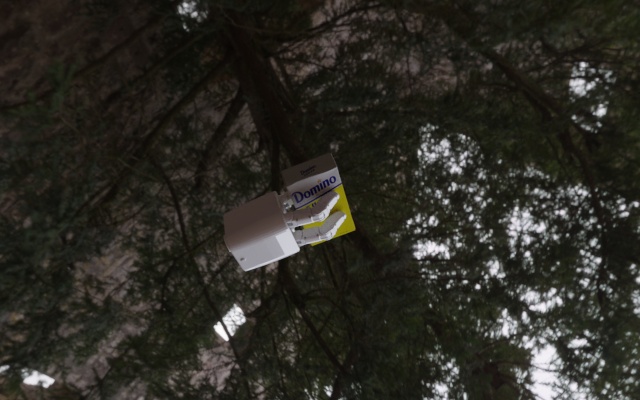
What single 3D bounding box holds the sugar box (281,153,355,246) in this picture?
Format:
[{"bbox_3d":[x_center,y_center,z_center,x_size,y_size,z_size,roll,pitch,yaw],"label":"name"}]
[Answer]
[{"bbox_3d":[0.000,0.003,0.857,0.093,0.048,0.176,-21,-40,0],"label":"sugar box"}]
